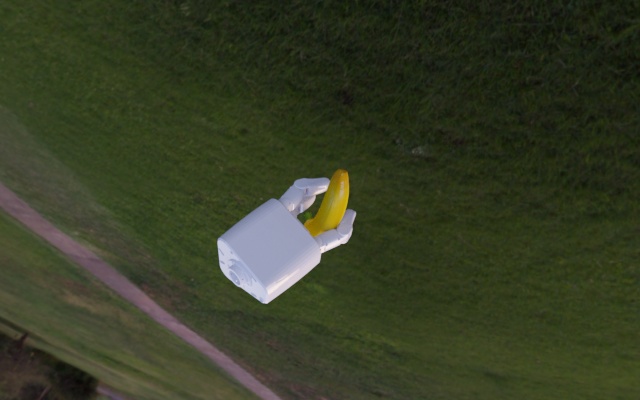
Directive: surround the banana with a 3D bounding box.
[{"bbox_3d":[0.005,0.021,0.741,0.037,0.069,0.198,-11,-17,-23],"label":"banana"}]
